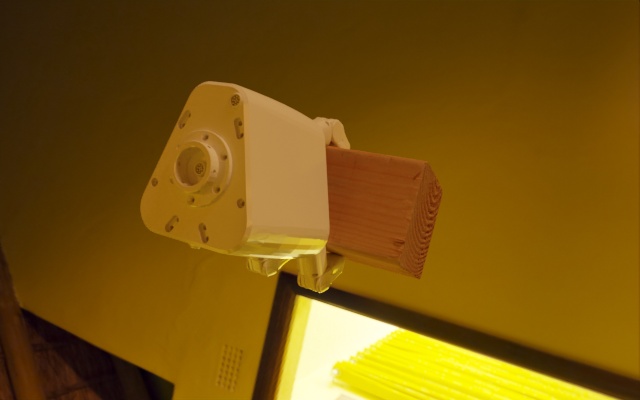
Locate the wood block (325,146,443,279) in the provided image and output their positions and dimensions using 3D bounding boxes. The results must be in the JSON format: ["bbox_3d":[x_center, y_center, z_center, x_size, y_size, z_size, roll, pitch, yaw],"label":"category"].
[{"bbox_3d":[0.000,0.001,0.460,0.206,0.091,0.090,13,-11,26],"label":"wood block"}]
